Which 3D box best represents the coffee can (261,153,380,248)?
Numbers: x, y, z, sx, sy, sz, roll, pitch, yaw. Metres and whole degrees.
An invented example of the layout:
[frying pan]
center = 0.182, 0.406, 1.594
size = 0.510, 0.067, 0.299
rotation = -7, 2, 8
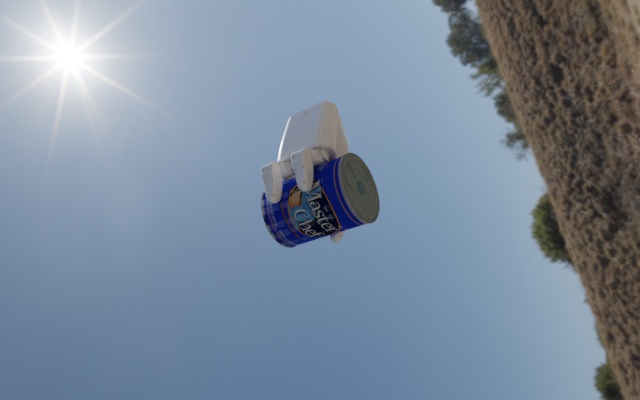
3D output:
[coffee can]
center = 0.000, 0.002, 0.694
size = 0.140, 0.103, 0.103
rotation = -20, -10, 29
